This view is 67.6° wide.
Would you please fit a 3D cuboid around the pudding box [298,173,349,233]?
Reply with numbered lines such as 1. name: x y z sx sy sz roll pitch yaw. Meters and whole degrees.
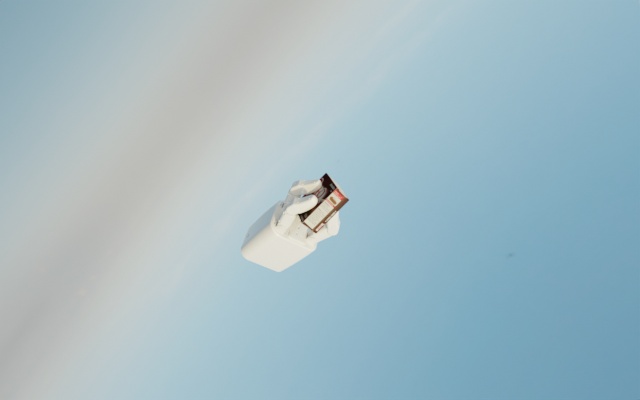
1. pudding box: 0.000 0.003 0.883 0.039 0.090 0.113 42 6 -21
